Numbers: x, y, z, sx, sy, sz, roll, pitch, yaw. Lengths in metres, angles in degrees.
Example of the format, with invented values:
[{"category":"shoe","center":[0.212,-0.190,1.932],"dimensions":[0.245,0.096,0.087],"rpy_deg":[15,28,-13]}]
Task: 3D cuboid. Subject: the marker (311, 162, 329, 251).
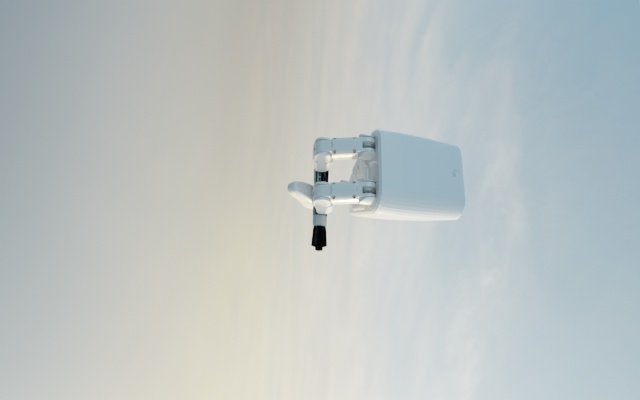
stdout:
[{"category":"marker","center":[0.000,0.002,0.584],"dimensions":[0.020,0.121,0.020],"rpy_deg":[2,-20,1]}]
